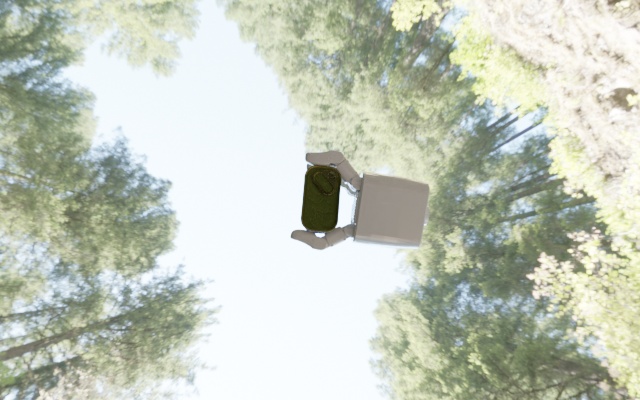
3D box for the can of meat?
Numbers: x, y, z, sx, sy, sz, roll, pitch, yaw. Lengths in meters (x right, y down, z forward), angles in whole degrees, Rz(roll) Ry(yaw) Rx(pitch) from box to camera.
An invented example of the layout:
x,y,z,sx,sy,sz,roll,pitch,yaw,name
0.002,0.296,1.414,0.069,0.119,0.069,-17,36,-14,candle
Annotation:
x,y,z,sx,sy,sz,roll,pitch,yaw,name
0.000,0.003,0.765,0.057,0.102,0.084,5,-8,-1,can of meat
